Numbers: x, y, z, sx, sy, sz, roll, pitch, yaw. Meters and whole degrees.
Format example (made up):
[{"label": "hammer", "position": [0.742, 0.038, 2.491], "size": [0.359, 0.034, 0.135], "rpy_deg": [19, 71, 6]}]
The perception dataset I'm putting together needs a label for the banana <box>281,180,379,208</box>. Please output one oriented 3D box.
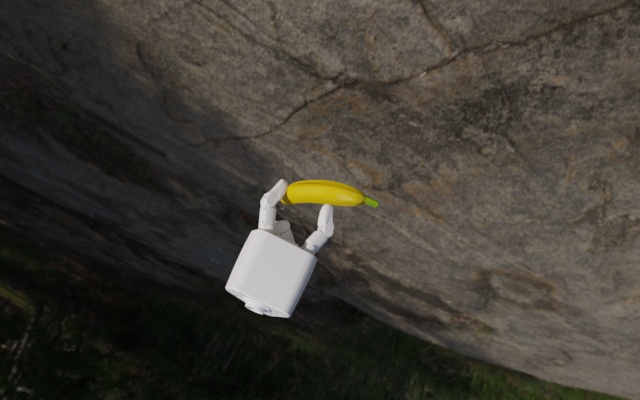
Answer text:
[{"label": "banana", "position": [-0.006, -0.007, 0.793], "size": [0.198, 0.037, 0.070], "rpy_deg": [5, -30, 36]}]
